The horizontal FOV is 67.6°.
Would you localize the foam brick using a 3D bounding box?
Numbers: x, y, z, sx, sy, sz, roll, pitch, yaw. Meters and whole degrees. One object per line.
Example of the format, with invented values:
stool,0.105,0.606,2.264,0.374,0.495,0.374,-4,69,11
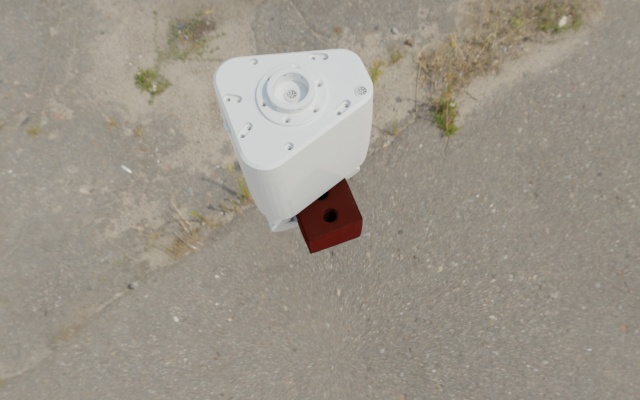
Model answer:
foam brick,0.000,0.002,0.441,0.053,0.078,0.051,-21,-18,-7
